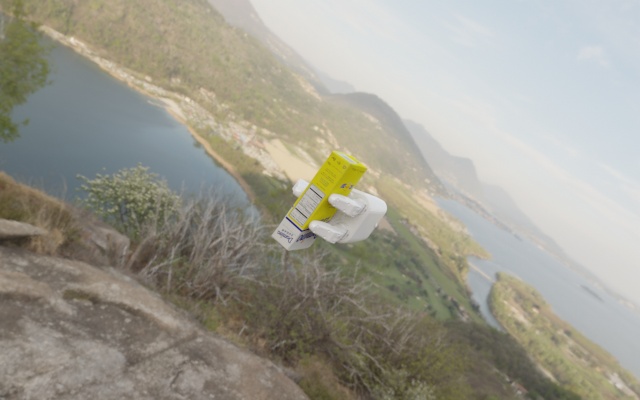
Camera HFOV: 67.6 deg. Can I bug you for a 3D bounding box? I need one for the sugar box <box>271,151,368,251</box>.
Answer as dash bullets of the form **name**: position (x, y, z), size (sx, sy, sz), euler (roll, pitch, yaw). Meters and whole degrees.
- **sugar box**: position (0.001, 0.003, 0.793), size (0.048, 0.176, 0.093), euler (38, 13, 19)
